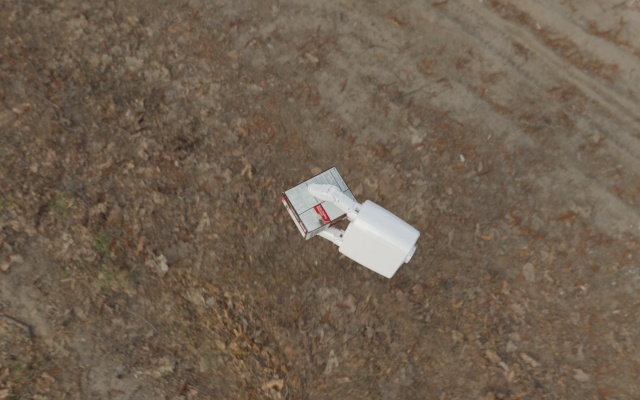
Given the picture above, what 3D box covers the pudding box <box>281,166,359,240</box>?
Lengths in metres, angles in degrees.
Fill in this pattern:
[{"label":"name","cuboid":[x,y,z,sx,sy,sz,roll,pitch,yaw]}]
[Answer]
[{"label":"pudding box","cuboid":[0.000,0.003,0.843,0.113,0.090,0.039,-27,-15,-19]}]
